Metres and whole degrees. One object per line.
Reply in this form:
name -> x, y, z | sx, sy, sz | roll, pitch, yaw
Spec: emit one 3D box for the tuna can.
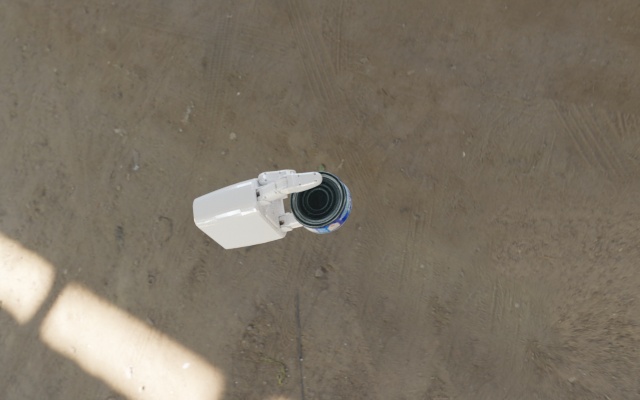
tuna can -> 0.000, 0.002, 0.681 | 0.086, 0.086, 0.034 | 0, -17, 18
